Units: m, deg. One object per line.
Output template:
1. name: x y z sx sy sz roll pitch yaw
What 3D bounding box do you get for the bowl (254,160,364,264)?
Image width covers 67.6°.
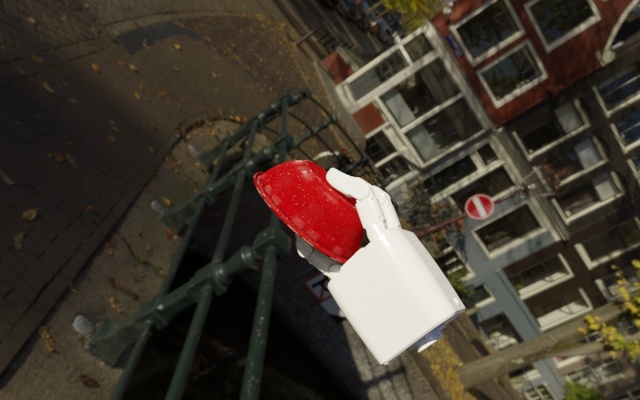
1. bowl: -0.001 0.001 0.569 0.162 0.055 0.162 39 11 -9
